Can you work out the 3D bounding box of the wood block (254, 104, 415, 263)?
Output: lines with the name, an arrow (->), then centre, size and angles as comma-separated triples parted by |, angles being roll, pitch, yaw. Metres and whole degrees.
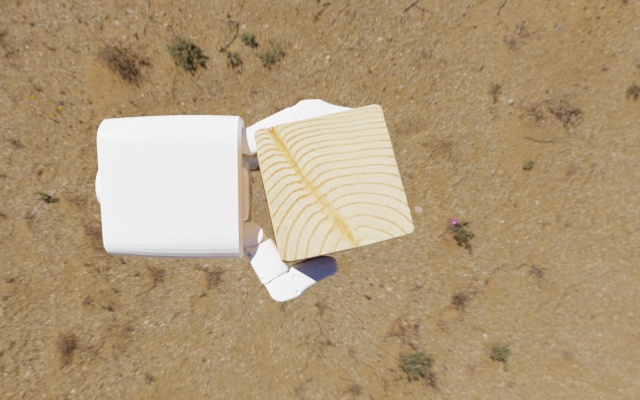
wood block -> 0.000, 0.002, 0.409 | 0.090, 0.091, 0.206 | -13, -6, -6
